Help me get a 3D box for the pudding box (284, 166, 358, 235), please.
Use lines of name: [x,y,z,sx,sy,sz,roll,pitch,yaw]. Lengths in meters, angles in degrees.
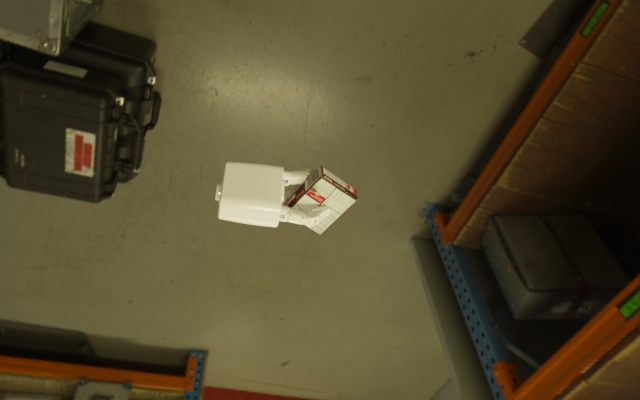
pudding box: [0.000,0.003,0.895,0.090,0.039,0.113,32,-59,-25]
